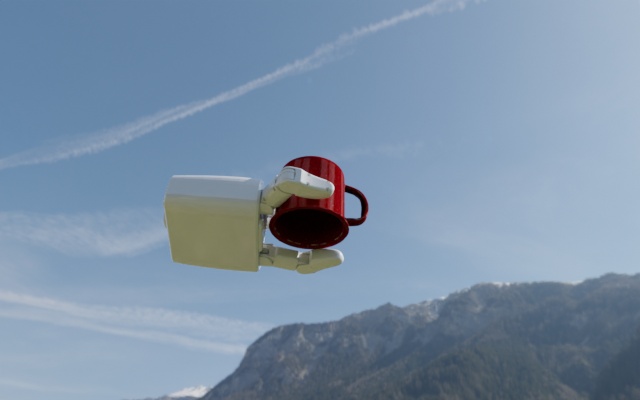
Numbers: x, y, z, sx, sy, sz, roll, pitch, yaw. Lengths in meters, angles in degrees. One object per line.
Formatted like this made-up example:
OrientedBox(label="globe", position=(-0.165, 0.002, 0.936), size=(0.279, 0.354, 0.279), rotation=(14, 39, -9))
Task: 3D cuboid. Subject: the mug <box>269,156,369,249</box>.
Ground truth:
OrientedBox(label="mug", position=(0.002, 0.002, 0.575), size=(0.117, 0.081, 0.093), rotation=(4, -36, -2))
